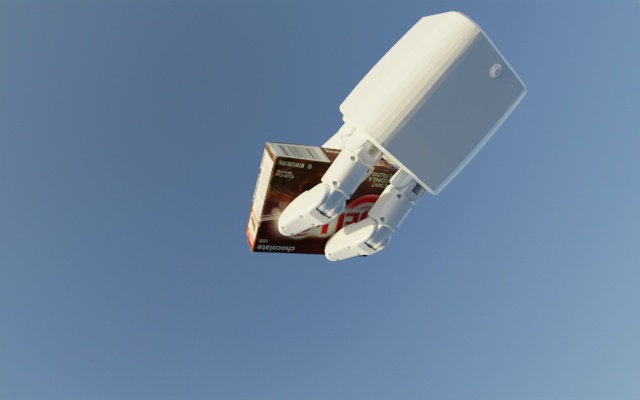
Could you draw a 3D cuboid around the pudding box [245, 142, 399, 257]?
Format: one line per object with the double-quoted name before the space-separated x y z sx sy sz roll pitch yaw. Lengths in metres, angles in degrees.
"pudding box" 0.000 0.001 0.409 0.113 0.090 0.039 6 27 -21
